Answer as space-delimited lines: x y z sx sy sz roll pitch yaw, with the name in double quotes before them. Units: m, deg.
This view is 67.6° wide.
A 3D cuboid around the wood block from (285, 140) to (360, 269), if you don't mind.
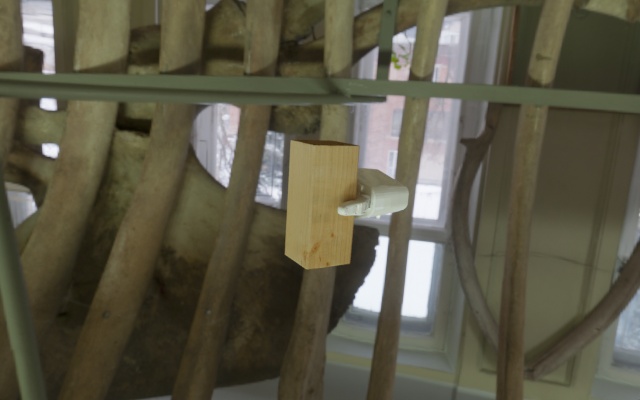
"wood block" 0.001 0.003 0.824 0.090 0.206 0.091 -3 13 -30
